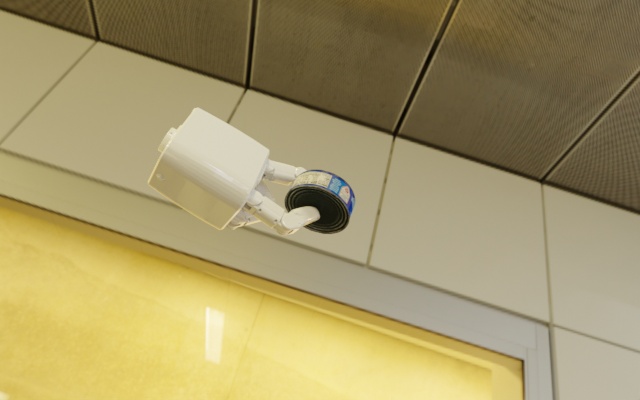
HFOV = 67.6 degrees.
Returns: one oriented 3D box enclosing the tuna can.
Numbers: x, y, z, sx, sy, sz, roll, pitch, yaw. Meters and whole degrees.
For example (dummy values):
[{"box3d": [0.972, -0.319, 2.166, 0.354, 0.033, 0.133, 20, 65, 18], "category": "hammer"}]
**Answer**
[{"box3d": [0.000, 0.002, 0.605, 0.086, 0.033, 0.086, 14, -41, 12], "category": "tuna can"}]
